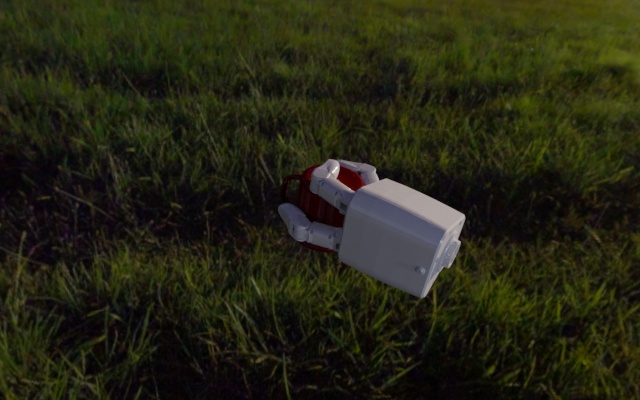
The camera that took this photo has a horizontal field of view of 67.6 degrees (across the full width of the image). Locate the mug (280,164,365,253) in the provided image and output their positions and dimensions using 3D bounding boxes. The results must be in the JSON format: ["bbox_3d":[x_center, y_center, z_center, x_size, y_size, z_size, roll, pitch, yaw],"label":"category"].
[{"bbox_3d":[-0.001,0.001,0.614,0.117,0.081,0.093,24,36,21],"label":"mug"}]
